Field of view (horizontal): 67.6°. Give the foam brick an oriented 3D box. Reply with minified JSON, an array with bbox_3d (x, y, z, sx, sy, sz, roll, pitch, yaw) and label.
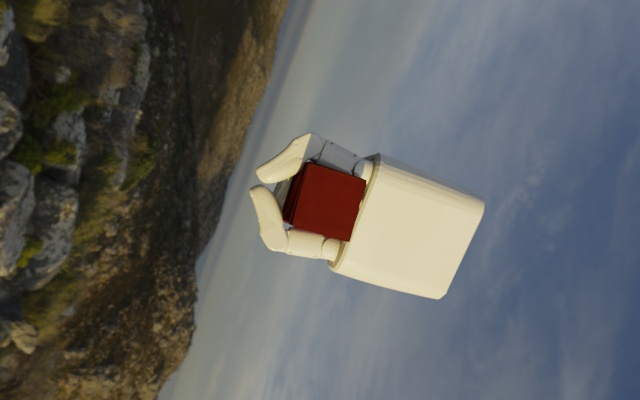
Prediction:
[{"bbox_3d":[0.000,0.001,0.406,0.051,0.053,0.078,18,-3,-10],"label":"foam brick"}]
